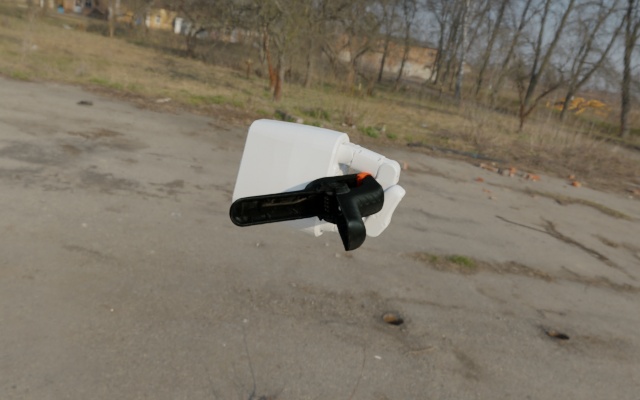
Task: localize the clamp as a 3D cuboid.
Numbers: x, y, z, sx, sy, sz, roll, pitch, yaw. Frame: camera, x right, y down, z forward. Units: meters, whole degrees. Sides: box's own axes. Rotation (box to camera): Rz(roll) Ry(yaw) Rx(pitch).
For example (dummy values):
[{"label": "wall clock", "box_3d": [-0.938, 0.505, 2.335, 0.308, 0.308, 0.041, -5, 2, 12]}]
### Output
[{"label": "clamp", "box_3d": [0.000, 0.001, 0.441, 0.120, 0.039, 0.171, 13, 16, 16]}]
